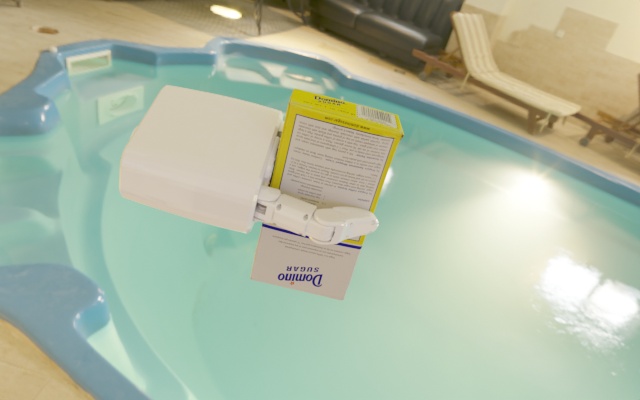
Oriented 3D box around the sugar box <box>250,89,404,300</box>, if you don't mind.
[{"bbox_3d":[0.000,0.001,0.419,0.093,0.176,0.048,14,31,-5],"label":"sugar box"}]
